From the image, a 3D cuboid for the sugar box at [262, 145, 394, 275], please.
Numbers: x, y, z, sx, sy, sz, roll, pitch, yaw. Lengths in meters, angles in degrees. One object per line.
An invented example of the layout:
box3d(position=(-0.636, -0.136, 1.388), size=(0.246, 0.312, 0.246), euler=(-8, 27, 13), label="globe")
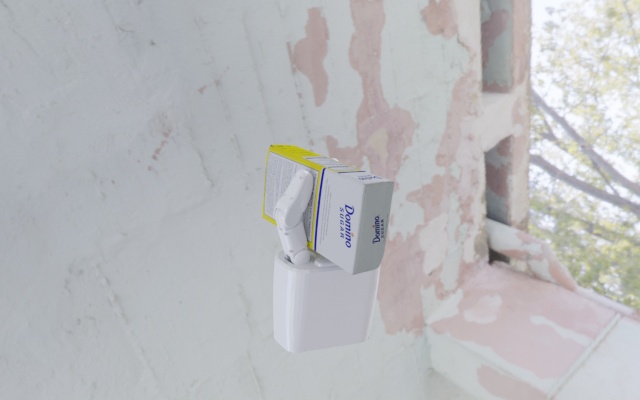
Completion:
box3d(position=(0.000, 0.002, 0.516), size=(0.048, 0.093, 0.176), euler=(-7, 22, -38), label="sugar box")
